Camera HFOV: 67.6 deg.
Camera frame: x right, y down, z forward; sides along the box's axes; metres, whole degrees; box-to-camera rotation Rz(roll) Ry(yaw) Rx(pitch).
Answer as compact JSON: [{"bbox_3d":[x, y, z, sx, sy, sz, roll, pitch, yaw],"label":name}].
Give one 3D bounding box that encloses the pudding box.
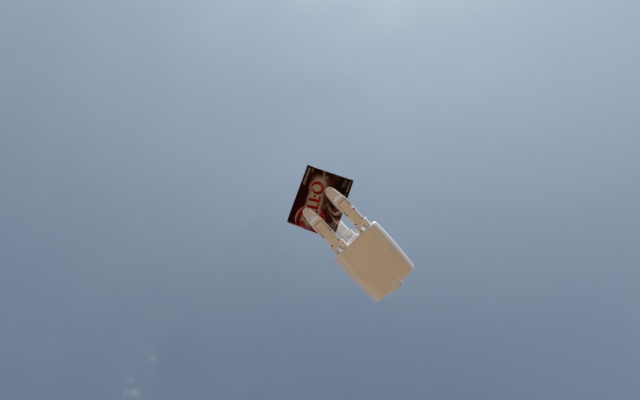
[{"bbox_3d":[0.000,0.003,0.869,0.090,0.113,0.039,19,-7,3],"label":"pudding box"}]
